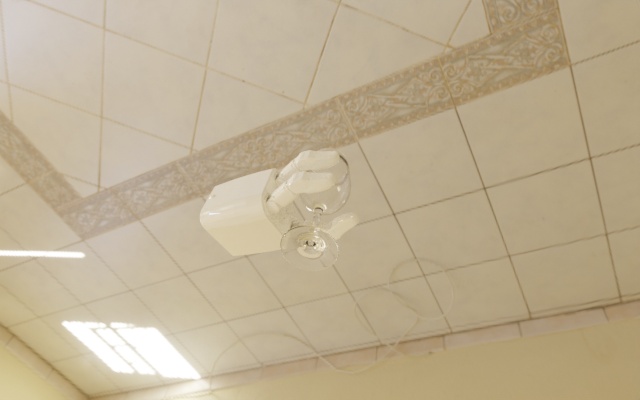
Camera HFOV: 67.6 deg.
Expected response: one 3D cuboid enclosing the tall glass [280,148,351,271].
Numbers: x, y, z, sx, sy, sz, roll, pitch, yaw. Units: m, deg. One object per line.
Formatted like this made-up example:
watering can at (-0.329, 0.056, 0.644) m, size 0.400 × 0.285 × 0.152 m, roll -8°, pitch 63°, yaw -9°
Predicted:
tall glass at (0.000, 0.003, 0.670) m, size 0.079 × 0.079 × 0.201 m, roll 0°, pitch 36°, yaw 11°
